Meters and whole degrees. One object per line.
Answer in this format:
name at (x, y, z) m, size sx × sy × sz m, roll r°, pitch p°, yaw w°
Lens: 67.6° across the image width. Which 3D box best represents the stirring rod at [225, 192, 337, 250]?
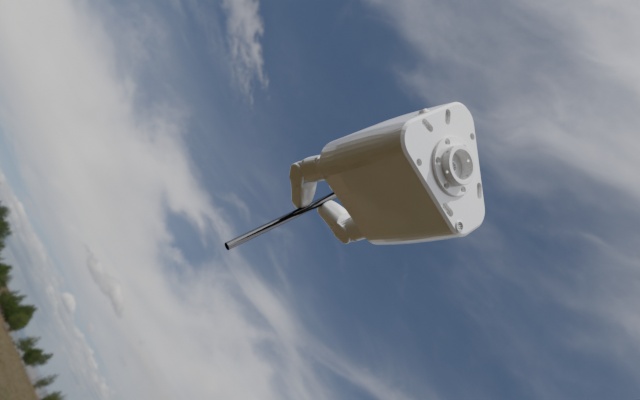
stirring rod at (0.000, 0.002, 0.525) m, size 0.239 × 0.011 × 0.011 m, roll -25°, pitch 15°, yaw -34°
